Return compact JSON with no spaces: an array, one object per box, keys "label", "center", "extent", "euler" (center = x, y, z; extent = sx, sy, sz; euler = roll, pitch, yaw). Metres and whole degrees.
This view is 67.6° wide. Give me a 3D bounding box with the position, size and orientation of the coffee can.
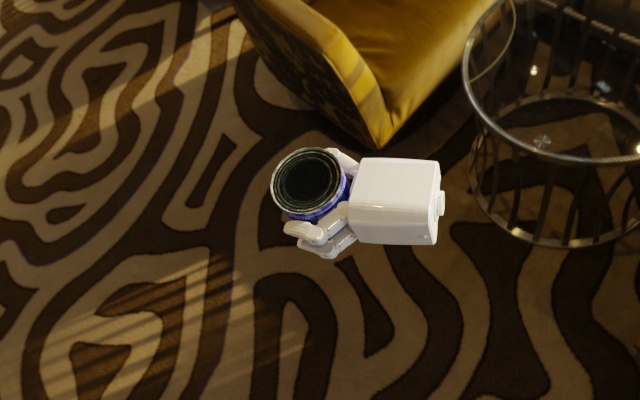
[{"label":"coffee can","center":[0.000,0.002,0.698],"extent":[0.103,0.102,0.140],"euler":[0,-26,19]}]
